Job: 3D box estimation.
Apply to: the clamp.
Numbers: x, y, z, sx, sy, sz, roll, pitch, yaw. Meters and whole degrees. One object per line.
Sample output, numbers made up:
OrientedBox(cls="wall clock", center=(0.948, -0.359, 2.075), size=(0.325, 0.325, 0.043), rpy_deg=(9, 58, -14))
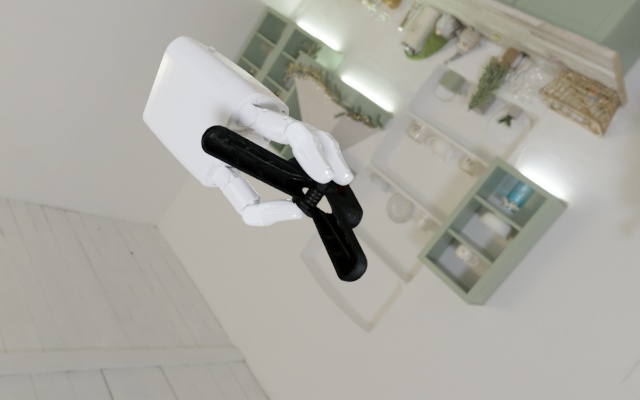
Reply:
OrientedBox(cls="clamp", center=(0.000, 0.002, 0.443), size=(0.164, 0.036, 0.210), rpy_deg=(45, 14, 15))
